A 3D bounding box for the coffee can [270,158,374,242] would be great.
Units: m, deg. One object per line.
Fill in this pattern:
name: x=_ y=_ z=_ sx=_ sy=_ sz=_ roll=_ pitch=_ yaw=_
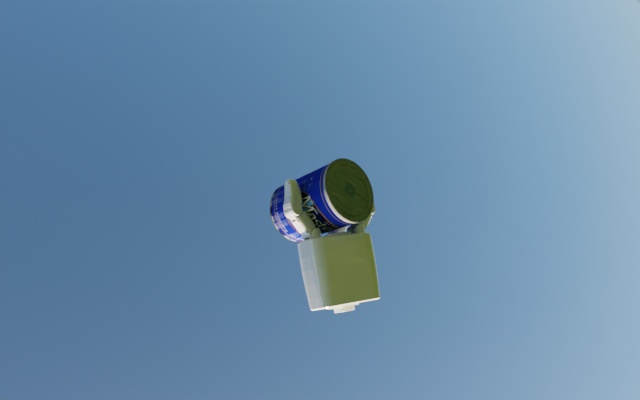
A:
coffee can: x=0.000 y=0.002 z=0.771 sx=0.103 sy=0.102 sz=0.140 roll=0 pitch=-15 yaw=-43
